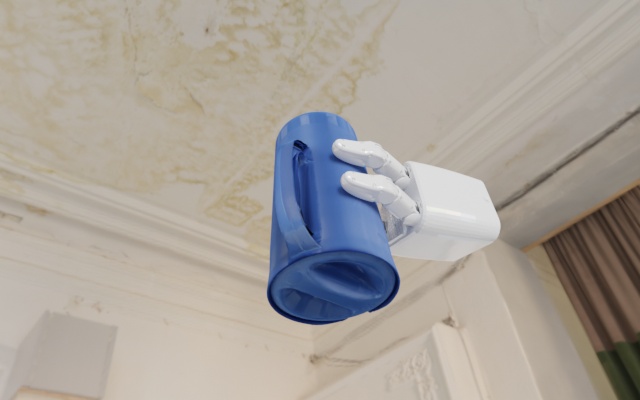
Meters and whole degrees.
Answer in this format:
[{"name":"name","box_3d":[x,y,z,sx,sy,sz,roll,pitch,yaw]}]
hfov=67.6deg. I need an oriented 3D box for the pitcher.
[{"name":"pitcher","box_3d":[0.000,0.002,0.544,0.145,0.242,0.149,10,-46,-18]}]
